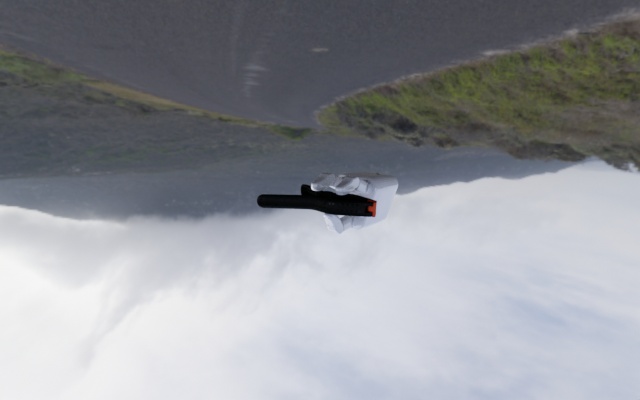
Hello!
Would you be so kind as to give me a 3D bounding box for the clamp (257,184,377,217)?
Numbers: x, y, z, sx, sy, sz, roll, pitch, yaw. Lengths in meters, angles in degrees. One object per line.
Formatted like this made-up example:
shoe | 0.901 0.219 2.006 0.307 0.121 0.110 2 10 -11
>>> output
clamp | 0.001 0.004 0.880 0.210 0.036 0.164 11 15 35
